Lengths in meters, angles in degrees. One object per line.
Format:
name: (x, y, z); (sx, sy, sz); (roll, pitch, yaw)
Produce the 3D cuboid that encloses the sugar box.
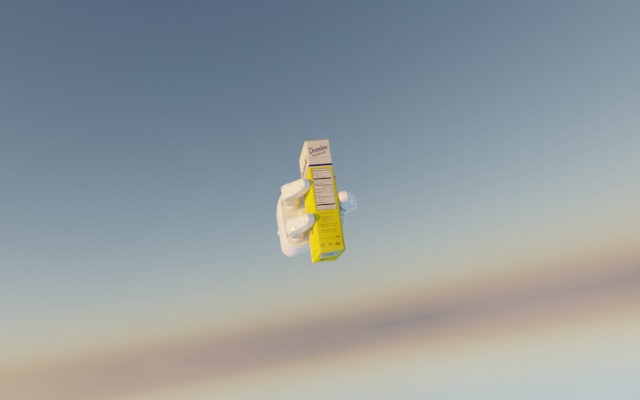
sugar box: (0.000, 0.003, 0.749); (0.048, 0.176, 0.093); (-7, -16, -11)
